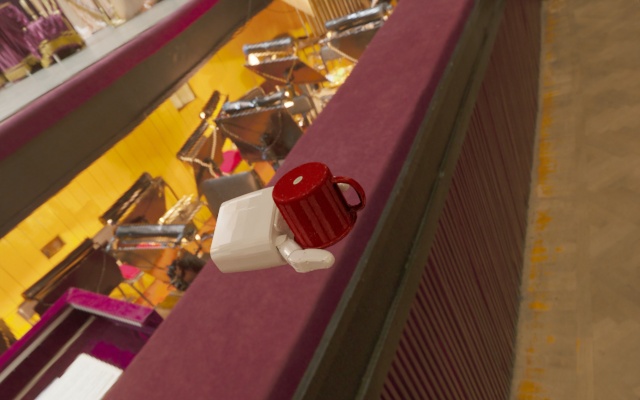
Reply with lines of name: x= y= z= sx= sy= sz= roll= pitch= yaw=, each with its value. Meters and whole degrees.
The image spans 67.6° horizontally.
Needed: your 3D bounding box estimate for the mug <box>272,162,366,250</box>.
mug: x=0.001 y=0.002 z=0.611 sx=0.117 sy=0.081 sz=0.093 roll=-14 pitch=34 yaw=24
